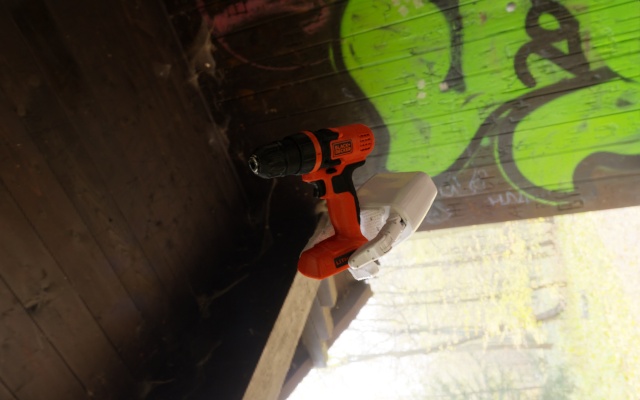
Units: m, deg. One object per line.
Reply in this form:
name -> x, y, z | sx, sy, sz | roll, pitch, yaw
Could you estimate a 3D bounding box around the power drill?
power drill -> 0.000, 0.002, 0.615 | 0.184, 0.188, 0.057 | -17, 21, -35
